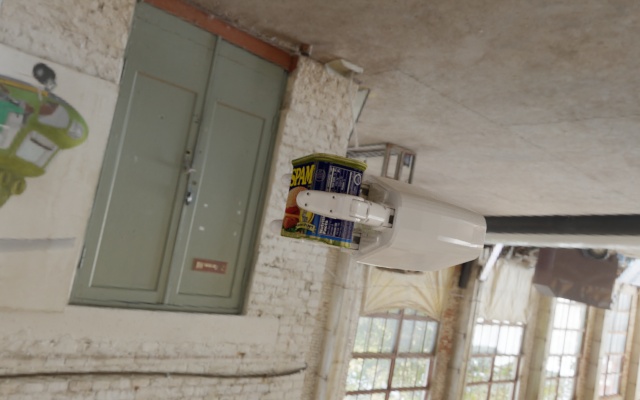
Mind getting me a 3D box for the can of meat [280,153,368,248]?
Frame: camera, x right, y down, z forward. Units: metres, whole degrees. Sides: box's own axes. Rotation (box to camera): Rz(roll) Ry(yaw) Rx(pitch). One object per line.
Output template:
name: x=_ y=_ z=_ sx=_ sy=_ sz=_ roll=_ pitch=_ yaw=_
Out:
can of meat: x=0.000 y=0.002 z=0.491 sx=0.057 sy=0.084 sz=0.102 roll=12 pitch=-5 yaw=-21
